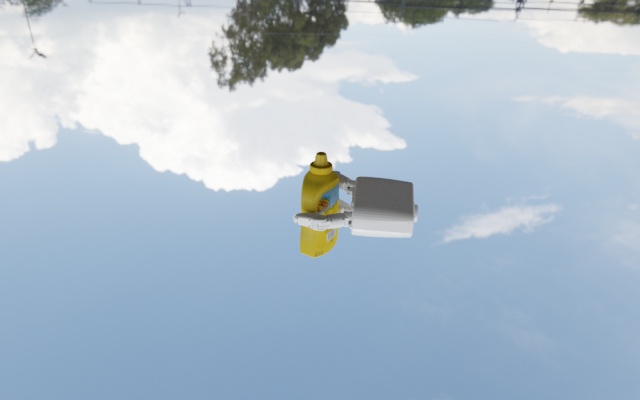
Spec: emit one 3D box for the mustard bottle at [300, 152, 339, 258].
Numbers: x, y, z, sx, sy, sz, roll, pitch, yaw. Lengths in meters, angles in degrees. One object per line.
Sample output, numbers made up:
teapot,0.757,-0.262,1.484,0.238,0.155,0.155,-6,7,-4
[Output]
mustard bottle,0.000,0.003,0.871,0.058,0.192,0.096,17,32,27
